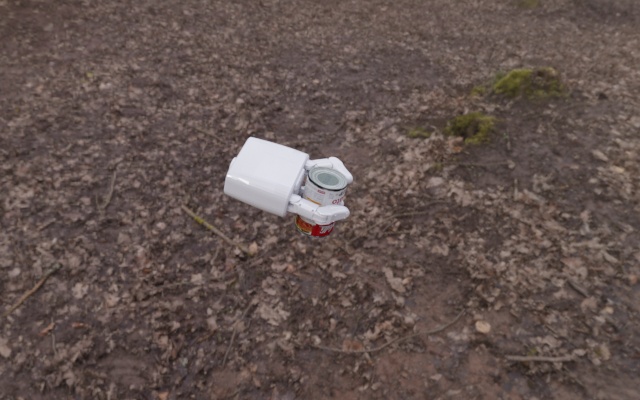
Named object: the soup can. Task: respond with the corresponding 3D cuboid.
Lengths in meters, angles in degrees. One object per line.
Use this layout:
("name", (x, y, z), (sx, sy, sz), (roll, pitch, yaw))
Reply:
("soup can", (0.001, 0.003, 0.791), (0.068, 0.102, 0.068), (11, 35, -8))
